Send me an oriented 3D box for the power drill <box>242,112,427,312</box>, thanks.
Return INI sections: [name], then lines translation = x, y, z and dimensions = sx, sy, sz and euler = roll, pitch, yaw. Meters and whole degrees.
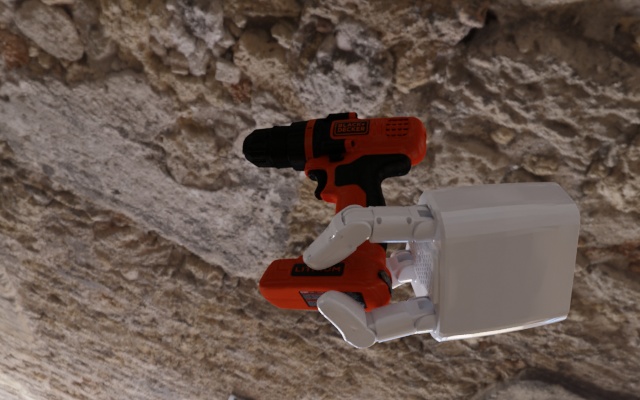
[power drill]
translation = 0.000, 0.002, 0.431
dimensions = 0.184, 0.187, 0.057
euler = -2, -32, 18
